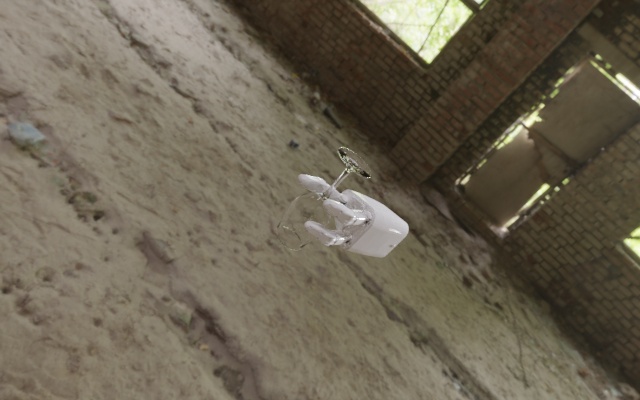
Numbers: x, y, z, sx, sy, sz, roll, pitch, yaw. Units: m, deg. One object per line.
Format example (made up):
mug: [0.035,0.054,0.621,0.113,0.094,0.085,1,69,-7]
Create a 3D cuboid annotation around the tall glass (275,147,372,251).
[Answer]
tall glass: [0.000,0.002,0.852,0.201,0.079,0.079,-48,-26,25]
